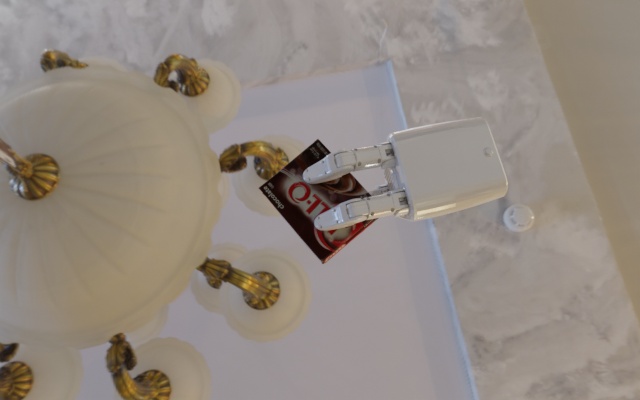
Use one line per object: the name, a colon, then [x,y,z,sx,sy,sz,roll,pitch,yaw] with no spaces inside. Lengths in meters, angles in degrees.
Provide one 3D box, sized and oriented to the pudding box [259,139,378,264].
pudding box: [0.000,0.002,0.544,0.090,0.113,0.039,-40,-13,-8]
